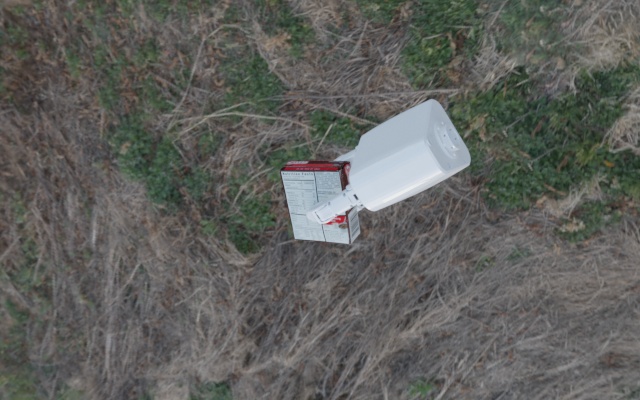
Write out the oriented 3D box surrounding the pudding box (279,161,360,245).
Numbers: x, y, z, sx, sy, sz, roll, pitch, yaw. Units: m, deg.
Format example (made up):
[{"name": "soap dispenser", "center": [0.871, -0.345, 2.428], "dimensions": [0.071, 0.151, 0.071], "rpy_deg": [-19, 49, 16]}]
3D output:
[{"name": "pudding box", "center": [0.000, 0.002, 0.646], "dimensions": [0.090, 0.113, 0.039], "rpy_deg": [3, 27, 26]}]
